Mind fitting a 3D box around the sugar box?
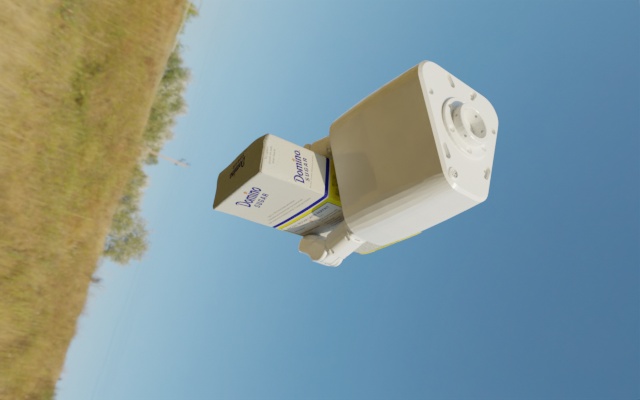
[{"bbox_3d":[0.000,0.001,0.449,0.176,0.048,0.093,23,-32,-29],"label":"sugar box"}]
